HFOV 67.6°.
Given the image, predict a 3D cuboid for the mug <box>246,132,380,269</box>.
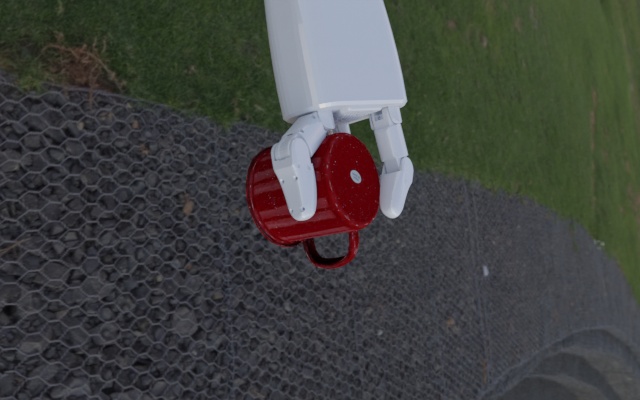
[{"bbox_3d":[0.000,0.003,0.409,0.081,0.117,0.093,-12,1,36],"label":"mug"}]
